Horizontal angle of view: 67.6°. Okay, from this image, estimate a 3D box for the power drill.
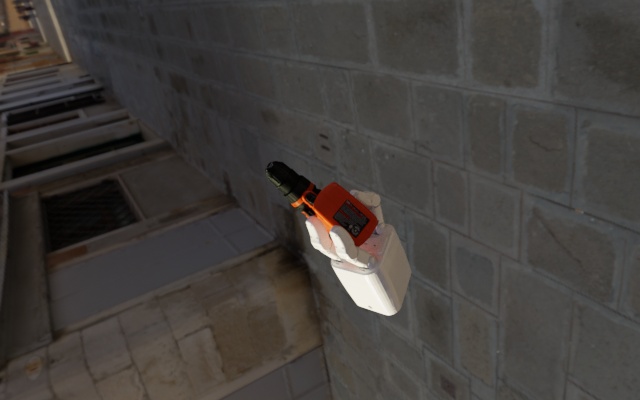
[{"bbox_3d":[0.000,0.003,0.771,0.184,0.057,0.187,39,-6,-18],"label":"power drill"}]
